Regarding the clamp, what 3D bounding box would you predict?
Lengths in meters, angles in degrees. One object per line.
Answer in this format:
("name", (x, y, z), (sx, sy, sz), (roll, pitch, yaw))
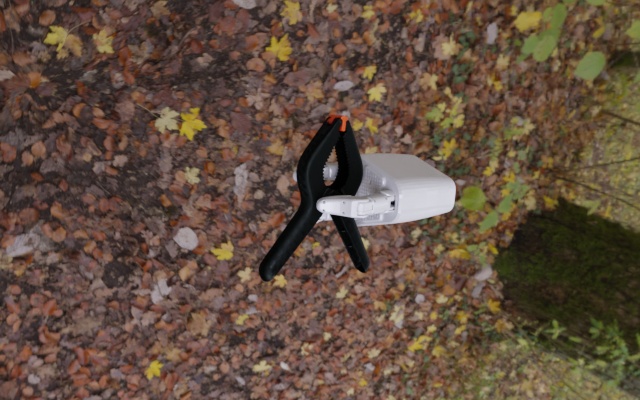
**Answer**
("clamp", (0.001, 0.002, 0.582), (0.164, 0.210, 0.036), (-7, 15, -36))
